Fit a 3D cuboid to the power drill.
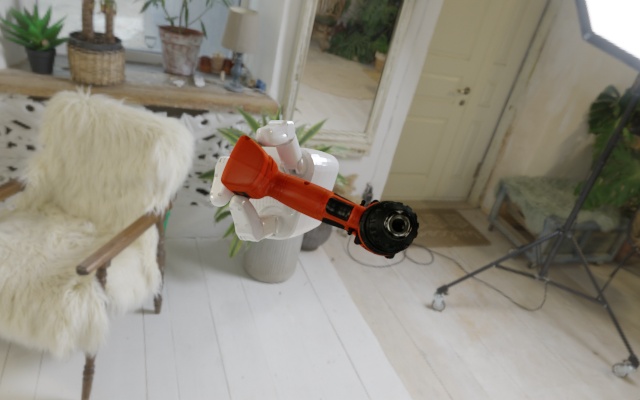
[{"bbox_3d":[0.000,0.001,0.472,0.187,0.057,0.184,25,-7,3],"label":"power drill"}]
